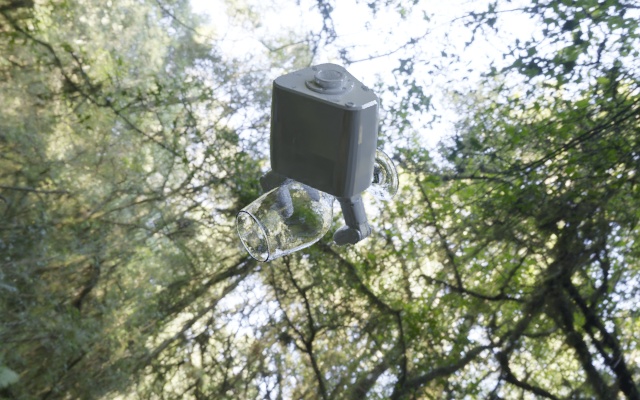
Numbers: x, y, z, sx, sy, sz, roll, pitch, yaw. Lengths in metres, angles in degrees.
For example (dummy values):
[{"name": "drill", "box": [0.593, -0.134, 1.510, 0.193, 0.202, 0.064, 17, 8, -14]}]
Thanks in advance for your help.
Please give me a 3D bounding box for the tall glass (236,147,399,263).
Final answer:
[{"name": "tall glass", "box": [0.001, 0.002, 0.567, 0.201, 0.079, 0.079, -27, 16, -33]}]
